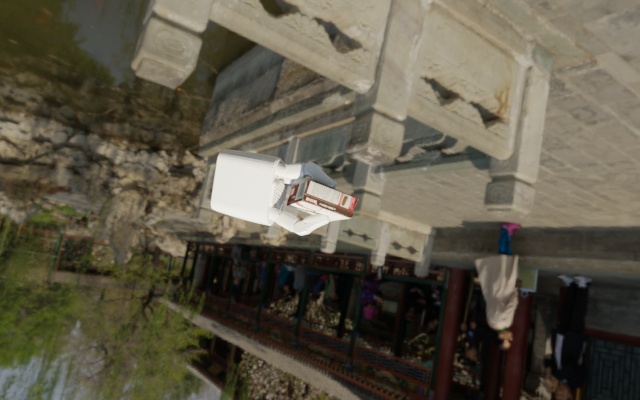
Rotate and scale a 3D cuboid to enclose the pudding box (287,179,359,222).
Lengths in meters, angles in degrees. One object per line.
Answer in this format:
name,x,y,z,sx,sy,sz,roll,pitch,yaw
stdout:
pudding box,0.000,0.003,0.792,0.090,0.039,0.113,20,-9,-14
